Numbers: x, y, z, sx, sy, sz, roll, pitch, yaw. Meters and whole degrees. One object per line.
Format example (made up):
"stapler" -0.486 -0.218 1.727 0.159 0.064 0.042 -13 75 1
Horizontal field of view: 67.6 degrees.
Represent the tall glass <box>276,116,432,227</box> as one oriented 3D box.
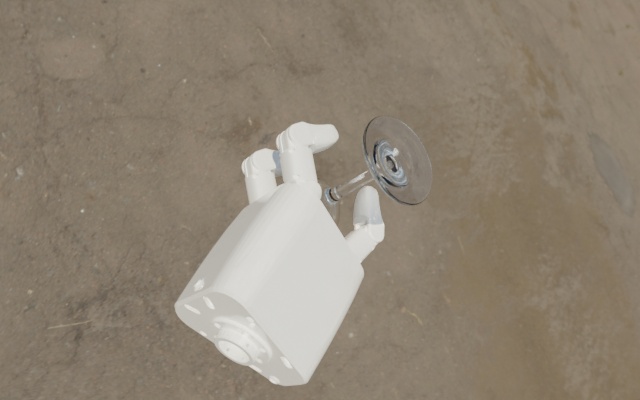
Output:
"tall glass" 0.001 0.001 0.436 0.079 0.079 0.201 0 -19 -40
